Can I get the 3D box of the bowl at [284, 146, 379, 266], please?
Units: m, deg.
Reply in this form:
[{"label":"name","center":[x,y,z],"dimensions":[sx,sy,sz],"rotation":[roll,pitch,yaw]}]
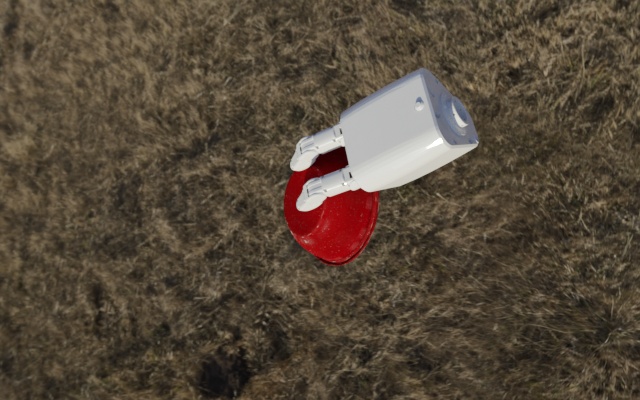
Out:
[{"label":"bowl","center":[-0.001,0.003,0.609],"dimensions":[0.055,0.162,0.162],"rotation":[6,-4,-37]}]
